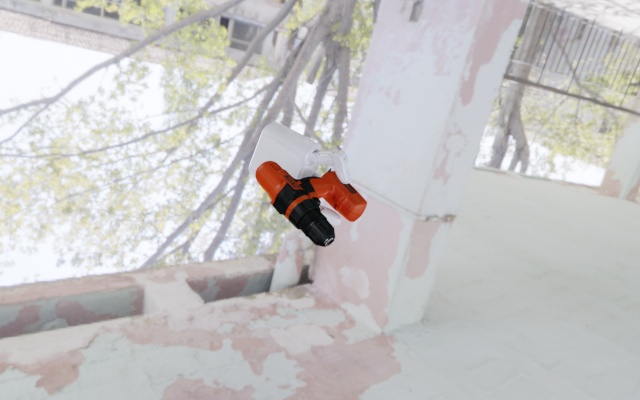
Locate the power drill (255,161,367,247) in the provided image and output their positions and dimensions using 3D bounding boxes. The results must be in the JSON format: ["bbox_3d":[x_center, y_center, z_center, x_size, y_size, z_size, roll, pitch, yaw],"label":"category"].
[{"bbox_3d":[0.000,0.003,0.817,0.184,0.057,0.187,48,26,26],"label":"power drill"}]
